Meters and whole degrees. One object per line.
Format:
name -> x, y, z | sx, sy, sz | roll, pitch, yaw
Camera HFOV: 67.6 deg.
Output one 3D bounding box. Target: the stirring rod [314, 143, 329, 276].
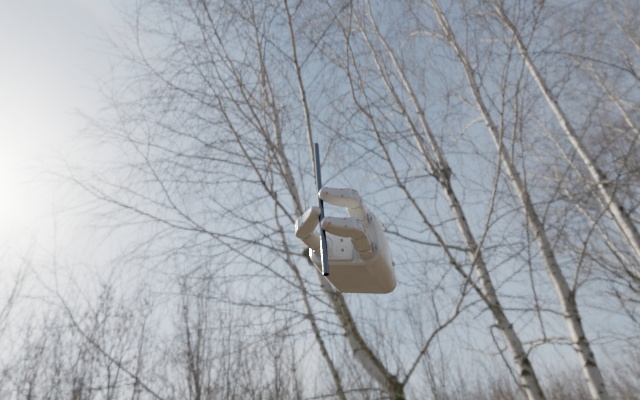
stirring rod -> 0.000, 0.002, 0.675 | 0.011, 0.239, 0.011 | -2, -41, -2
